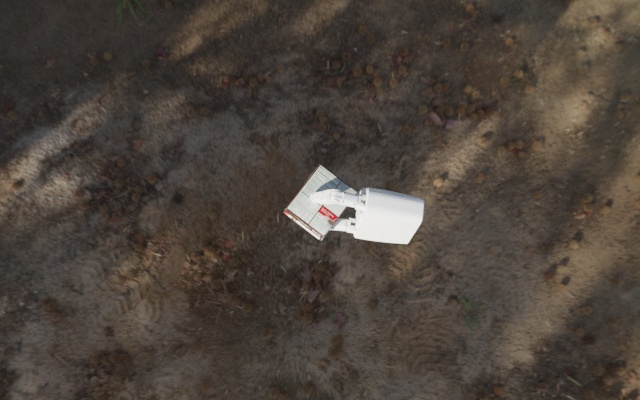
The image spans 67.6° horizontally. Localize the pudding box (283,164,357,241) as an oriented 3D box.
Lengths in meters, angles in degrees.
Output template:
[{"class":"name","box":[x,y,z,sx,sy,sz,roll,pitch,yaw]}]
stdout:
[{"class":"pudding box","box":[0.000,0.003,0.883,0.090,0.113,0.039,37,-17,1]}]
